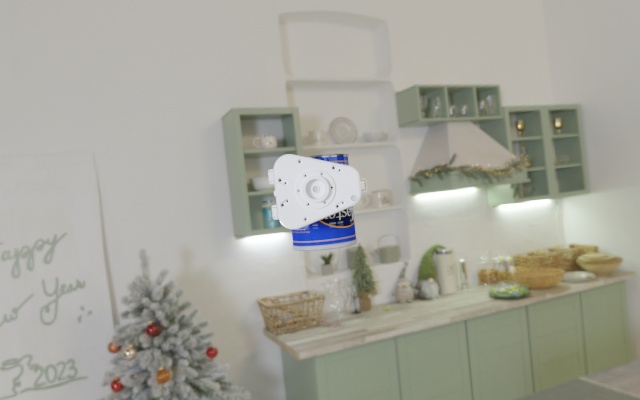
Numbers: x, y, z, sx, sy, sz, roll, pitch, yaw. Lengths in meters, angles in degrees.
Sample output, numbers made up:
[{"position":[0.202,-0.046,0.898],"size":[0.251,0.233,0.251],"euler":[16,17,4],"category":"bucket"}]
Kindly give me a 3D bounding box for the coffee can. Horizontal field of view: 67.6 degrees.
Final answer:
[{"position":[0.000,0.003,0.752],"size":[0.103,0.140,0.103],"euler":[-6,1,0],"category":"coffee can"}]
